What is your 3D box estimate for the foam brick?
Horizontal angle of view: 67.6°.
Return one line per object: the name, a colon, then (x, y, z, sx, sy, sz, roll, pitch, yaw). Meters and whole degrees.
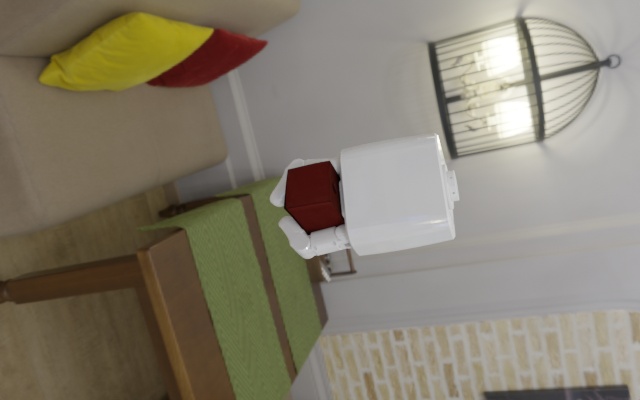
foam brick: (0.000, 0.002, 0.525, 0.051, 0.053, 0.078, -11, -33, 19)
